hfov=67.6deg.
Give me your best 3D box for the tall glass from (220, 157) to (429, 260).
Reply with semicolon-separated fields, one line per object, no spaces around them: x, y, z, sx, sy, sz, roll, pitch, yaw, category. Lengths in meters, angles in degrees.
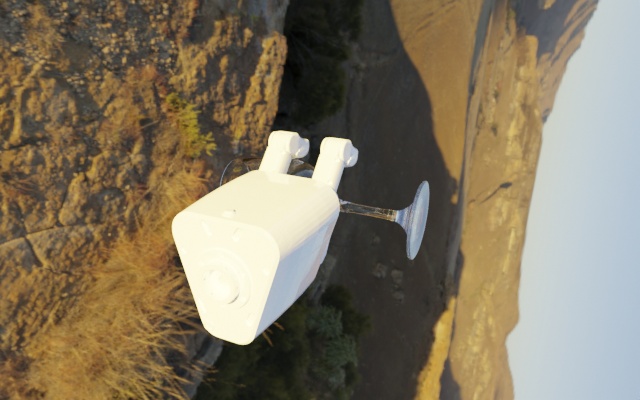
0.001;0.002;0.476;0.201;0.079;0.079;11;4;22;tall glass
